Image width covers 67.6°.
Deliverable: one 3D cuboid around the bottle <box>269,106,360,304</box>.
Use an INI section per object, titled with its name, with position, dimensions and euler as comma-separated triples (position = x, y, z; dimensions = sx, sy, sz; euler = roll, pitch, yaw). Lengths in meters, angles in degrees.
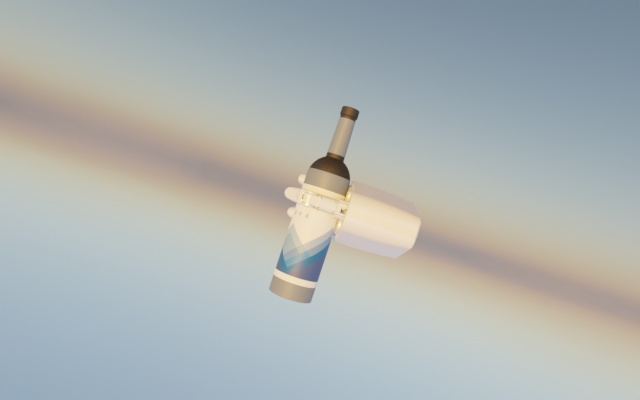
[bottle]
position = 0.000, 0.003, 0.715
dimensions = 0.069, 0.295, 0.069
euler = 18, -1, 0
